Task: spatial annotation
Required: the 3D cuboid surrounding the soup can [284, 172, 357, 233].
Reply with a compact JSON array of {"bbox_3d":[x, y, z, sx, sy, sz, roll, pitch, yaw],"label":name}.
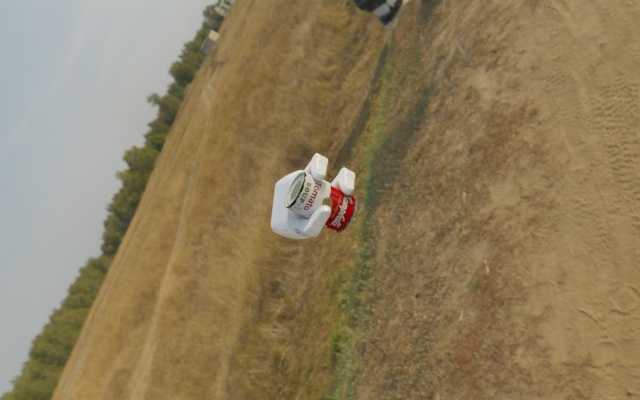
[{"bbox_3d":[0.000,0.003,0.792,0.102,0.068,0.068,26,-9,-19],"label":"soup can"}]
